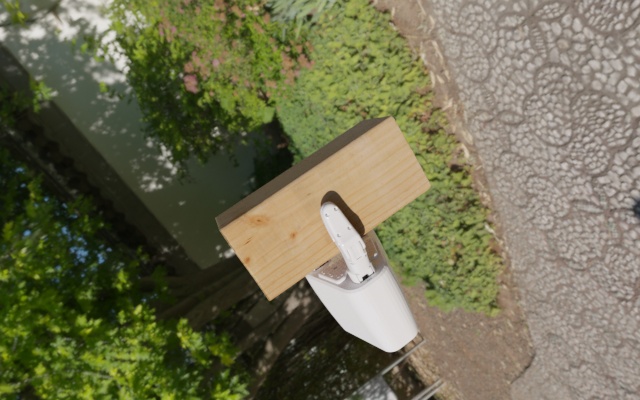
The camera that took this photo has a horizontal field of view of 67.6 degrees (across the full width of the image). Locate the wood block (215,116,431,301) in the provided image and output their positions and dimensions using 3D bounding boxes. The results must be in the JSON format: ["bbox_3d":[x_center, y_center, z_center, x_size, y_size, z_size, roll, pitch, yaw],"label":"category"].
[{"bbox_3d":[0.000,0.002,0.517,0.206,0.090,0.091,-35,15,-9],"label":"wood block"}]
